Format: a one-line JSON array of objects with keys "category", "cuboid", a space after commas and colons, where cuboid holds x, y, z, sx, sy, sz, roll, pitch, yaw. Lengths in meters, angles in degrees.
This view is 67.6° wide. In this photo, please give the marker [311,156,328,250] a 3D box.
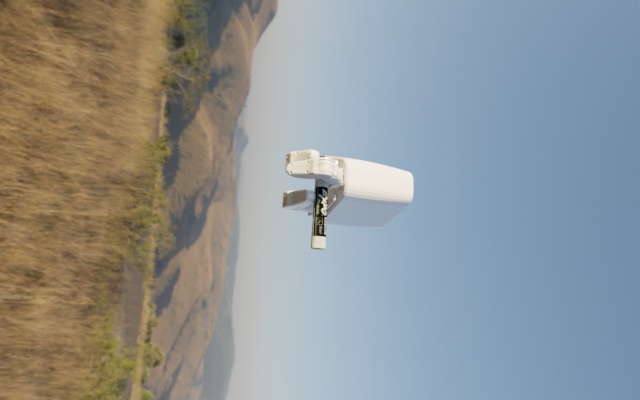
[{"category": "marker", "cuboid": [0.000, 0.002, 0.614, 0.020, 0.121, 0.020, 3, -11, 1]}]
